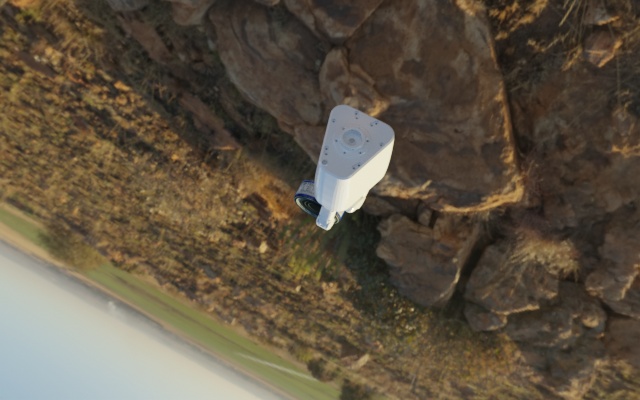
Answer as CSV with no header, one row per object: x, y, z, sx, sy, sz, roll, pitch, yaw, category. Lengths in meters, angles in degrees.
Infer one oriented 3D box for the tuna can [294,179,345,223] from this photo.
0.000,0.003,0.786,0.086,0.033,0.086,25,-18,9,tuna can
